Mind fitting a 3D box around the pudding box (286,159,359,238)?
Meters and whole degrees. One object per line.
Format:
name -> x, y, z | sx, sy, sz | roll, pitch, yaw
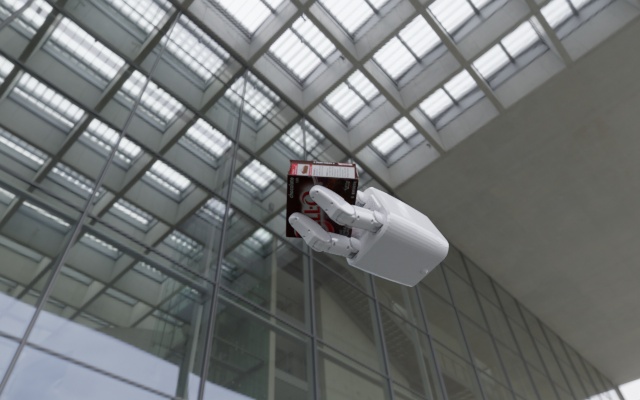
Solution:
pudding box -> 0.000, 0.002, 0.632 | 0.090, 0.114, 0.039 | 3, 39, -2
